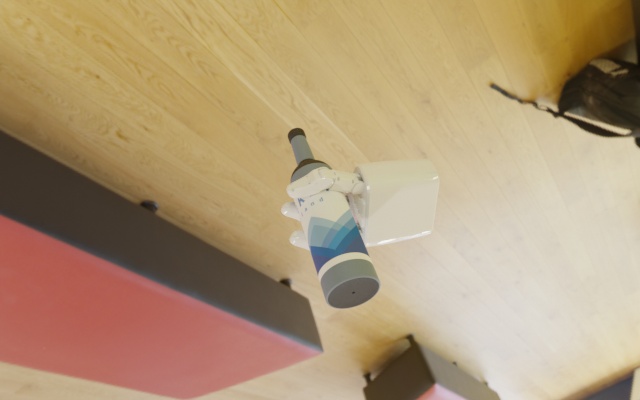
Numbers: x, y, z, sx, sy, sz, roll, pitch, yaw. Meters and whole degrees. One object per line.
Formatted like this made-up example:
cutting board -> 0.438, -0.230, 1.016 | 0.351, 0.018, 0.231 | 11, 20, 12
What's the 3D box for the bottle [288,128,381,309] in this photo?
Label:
bottle -> 0.000, 0.002, 0.644 | 0.069, 0.295, 0.069 | -11, -42, -10
